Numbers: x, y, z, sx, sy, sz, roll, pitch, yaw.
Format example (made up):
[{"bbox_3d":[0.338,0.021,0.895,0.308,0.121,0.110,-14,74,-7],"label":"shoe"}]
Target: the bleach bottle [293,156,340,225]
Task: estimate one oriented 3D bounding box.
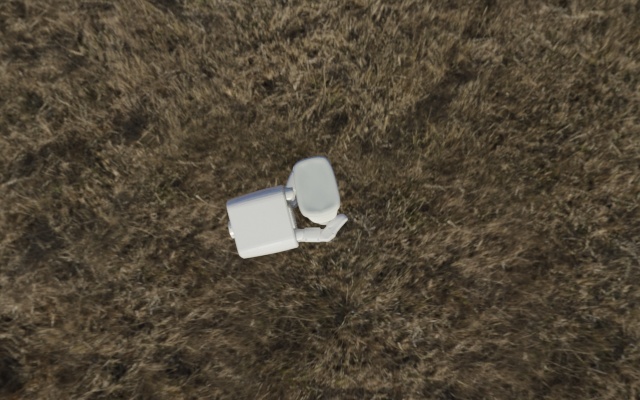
[{"bbox_3d":[0.000,0.003,0.874,0.068,0.102,0.251,-12,-14,1],"label":"bleach bottle"}]
